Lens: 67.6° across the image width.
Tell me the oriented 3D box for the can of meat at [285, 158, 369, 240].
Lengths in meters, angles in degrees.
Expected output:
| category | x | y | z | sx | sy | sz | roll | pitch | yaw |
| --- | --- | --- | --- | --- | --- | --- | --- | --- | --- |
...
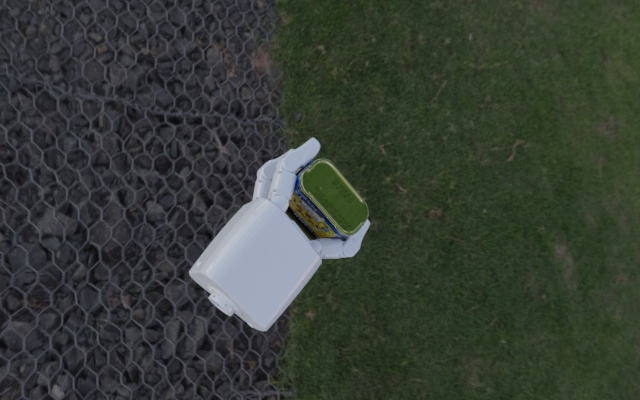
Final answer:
| category | x | y | z | sx | sy | sz | roll | pitch | yaw |
| --- | --- | --- | --- | --- | --- | --- | --- | --- | --- |
| can of meat | 0.000 | 0.002 | 0.587 | 0.057 | 0.102 | 0.084 | -47 | 13 | -25 |
